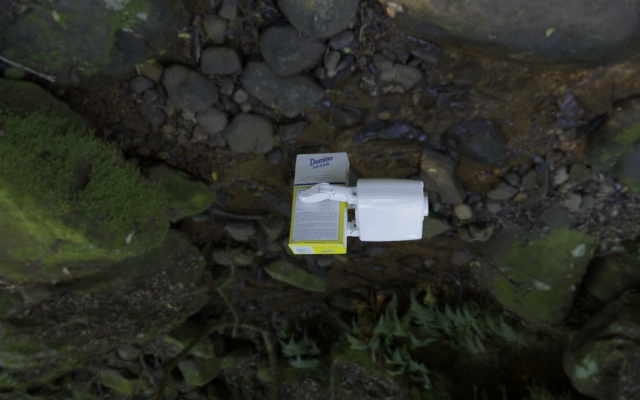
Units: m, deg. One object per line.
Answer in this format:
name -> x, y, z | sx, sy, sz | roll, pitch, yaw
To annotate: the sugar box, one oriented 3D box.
sugar box -> 0.000, 0.003, 0.823 | 0.093, 0.176, 0.048 | -1, -29, 11
